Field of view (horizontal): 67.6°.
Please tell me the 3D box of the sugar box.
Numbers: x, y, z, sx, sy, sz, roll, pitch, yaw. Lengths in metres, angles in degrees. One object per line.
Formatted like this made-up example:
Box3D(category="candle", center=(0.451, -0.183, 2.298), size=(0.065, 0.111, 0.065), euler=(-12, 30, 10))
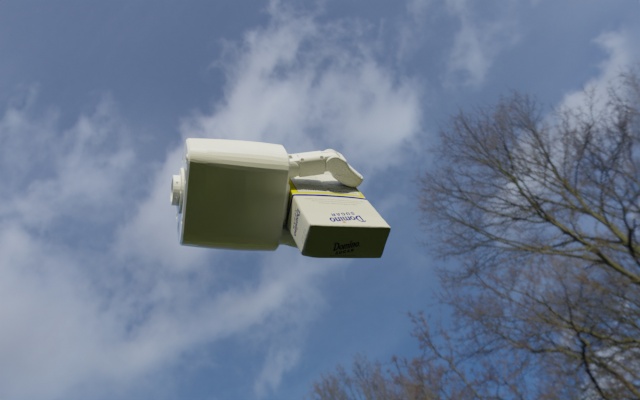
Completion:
Box3D(category="sugar box", center=(0.000, 0.002, 0.552), size=(0.093, 0.048, 0.176), euler=(4, 29, -22))
